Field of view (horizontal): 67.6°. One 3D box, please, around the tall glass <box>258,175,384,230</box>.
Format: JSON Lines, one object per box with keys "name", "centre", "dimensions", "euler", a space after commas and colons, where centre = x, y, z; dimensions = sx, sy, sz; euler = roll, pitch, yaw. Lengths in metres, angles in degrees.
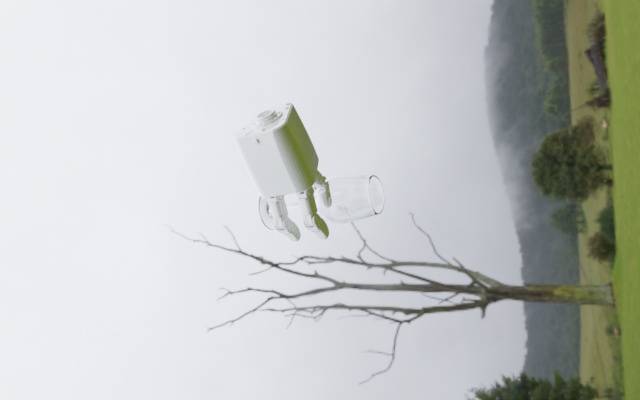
{"name": "tall glass", "centre": [0.000, 0.003, 0.784], "dimensions": [0.201, 0.079, 0.079], "euler": [-7, -4, 29]}
